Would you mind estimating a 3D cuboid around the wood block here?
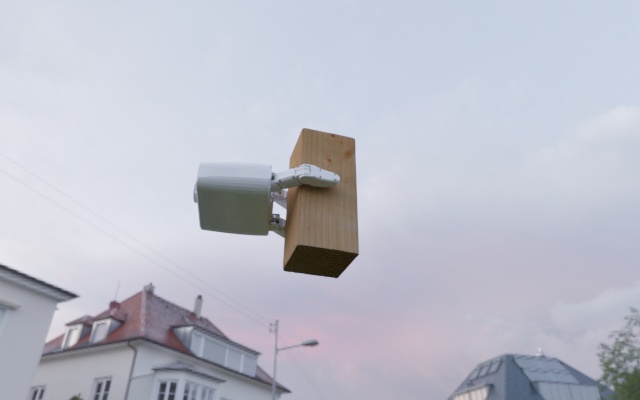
[{"bbox_3d":[0.000,0.002,0.731,0.090,0.206,0.091,10,-33,-14],"label":"wood block"}]
